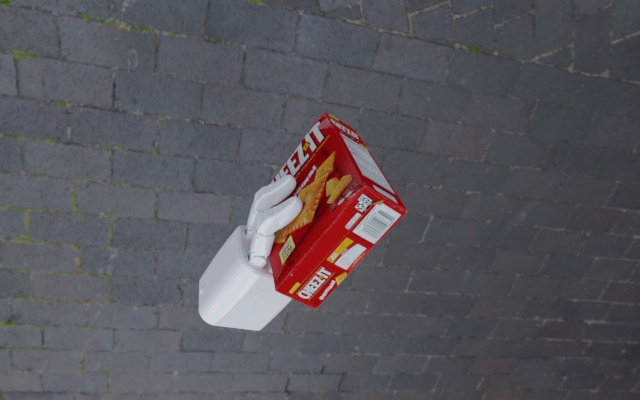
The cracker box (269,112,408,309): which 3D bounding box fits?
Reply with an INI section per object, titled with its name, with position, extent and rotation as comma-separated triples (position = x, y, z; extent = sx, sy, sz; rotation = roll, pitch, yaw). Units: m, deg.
[cracker box]
position = 0.000, 0.002, 0.608
extent = 0.072, 0.164, 0.213
rotation = 30, 21, -27
